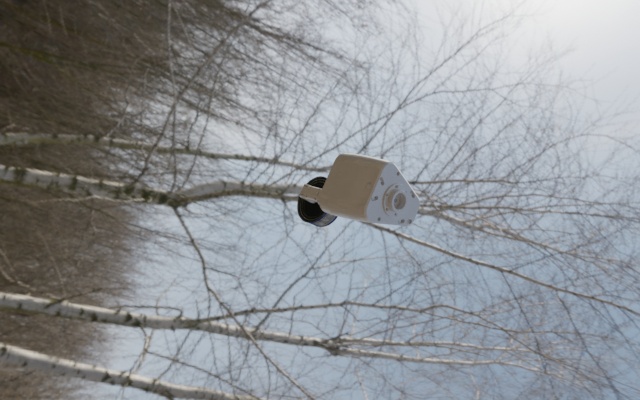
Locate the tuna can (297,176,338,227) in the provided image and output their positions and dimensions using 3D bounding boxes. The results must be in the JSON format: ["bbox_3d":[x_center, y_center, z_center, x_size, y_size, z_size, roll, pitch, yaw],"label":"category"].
[{"bbox_3d":[0.000,0.003,0.841,0.034,0.086,0.086,25,-17,-40],"label":"tuna can"}]
